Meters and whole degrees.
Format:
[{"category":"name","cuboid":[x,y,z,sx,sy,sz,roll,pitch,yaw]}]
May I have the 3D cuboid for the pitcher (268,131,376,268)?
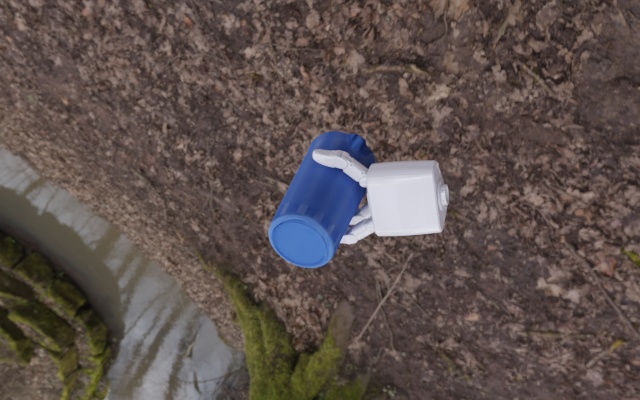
[{"category":"pitcher","cuboid":[0.000,0.003,0.816,0.145,0.149,0.242,-2,36,24]}]
